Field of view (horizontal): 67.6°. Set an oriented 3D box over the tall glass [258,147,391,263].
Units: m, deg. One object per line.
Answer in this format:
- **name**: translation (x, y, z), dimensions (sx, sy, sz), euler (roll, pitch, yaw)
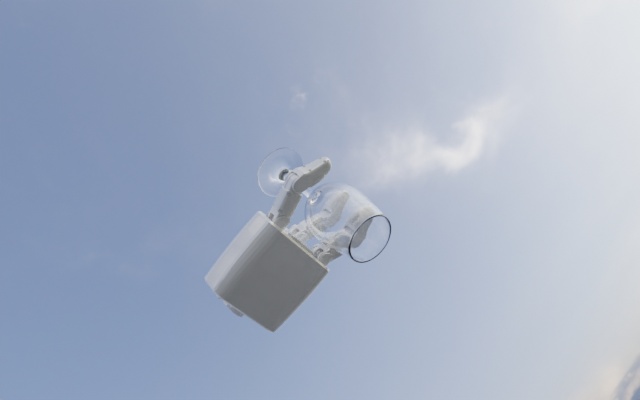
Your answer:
- **tall glass**: translation (0.000, 0.002, 0.604), dimensions (0.079, 0.079, 0.201), euler (0, 25, -39)
